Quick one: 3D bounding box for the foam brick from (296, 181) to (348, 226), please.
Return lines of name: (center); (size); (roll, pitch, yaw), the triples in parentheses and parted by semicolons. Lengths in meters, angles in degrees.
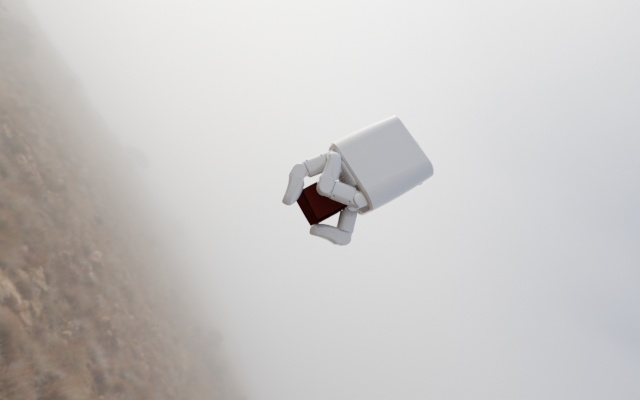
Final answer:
foam brick: (0.000, 0.002, 0.699); (0.051, 0.053, 0.078); (-29, -3, -11)
